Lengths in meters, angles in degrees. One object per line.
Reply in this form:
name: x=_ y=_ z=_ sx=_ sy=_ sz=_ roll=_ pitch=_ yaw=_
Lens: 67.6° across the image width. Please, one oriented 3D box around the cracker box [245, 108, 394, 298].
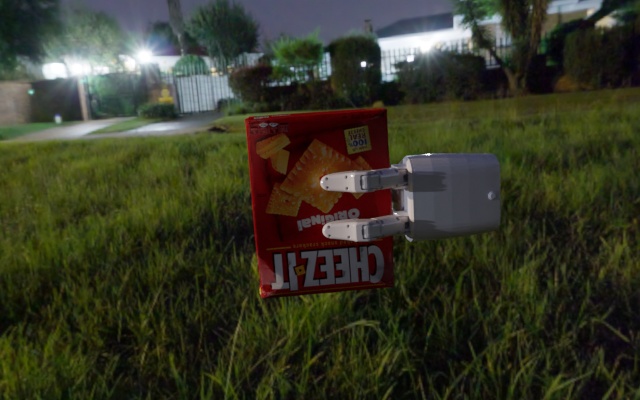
cracker box: x=0.000 y=0.002 z=0.576 sx=0.164 sy=0.214 sz=0.072 roll=-4 pitch=9 yaw=-4
